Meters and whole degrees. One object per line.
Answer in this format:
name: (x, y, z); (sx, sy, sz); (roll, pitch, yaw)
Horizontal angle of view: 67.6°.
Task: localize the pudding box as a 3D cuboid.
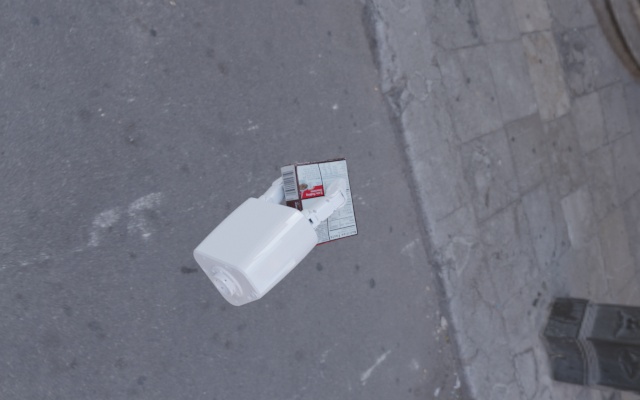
pudding box: (0.000, 0.002, 0.652); (0.090, 0.113, 0.039); (-10, 4, -37)
